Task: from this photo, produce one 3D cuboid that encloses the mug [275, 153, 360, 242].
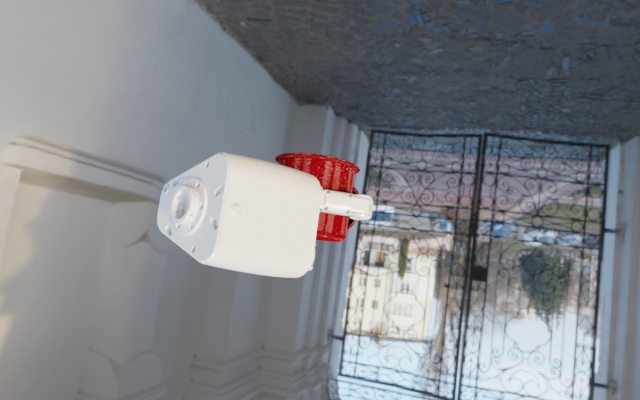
[{"bbox_3d":[0.001,0.002,0.526,0.093,0.081,0.117,0,-11,45],"label":"mug"}]
